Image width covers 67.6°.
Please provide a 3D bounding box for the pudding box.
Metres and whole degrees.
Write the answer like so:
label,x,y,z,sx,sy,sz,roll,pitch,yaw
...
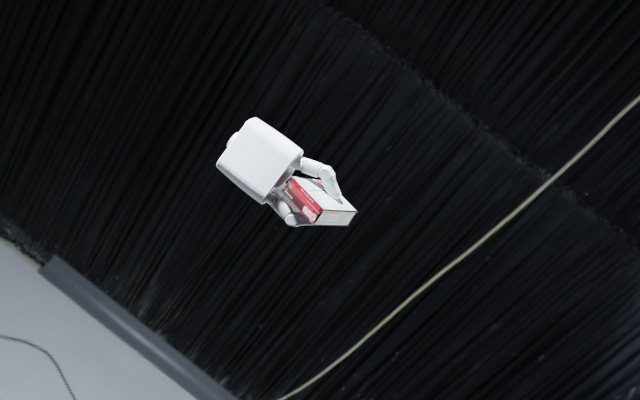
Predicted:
label,x,y,z,sx,sy,sz,roll,pitch,yaw
pudding box,0.000,0.003,0.827,0.090,0.039,0.113,48,25,27
